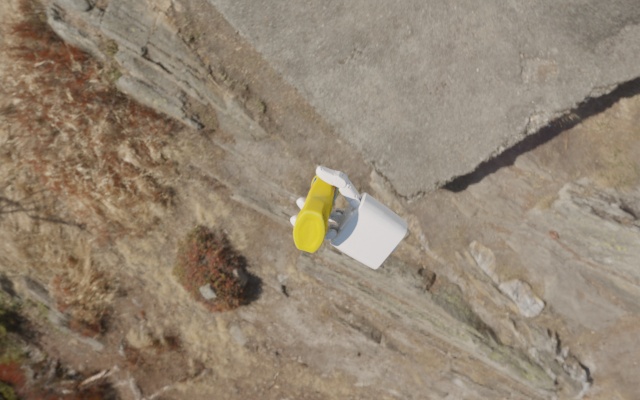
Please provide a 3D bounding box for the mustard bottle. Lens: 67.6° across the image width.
[{"bbox_3d":[0.000,0.003,0.899,0.058,0.096,0.191,14,37,5],"label":"mustard bottle"}]
